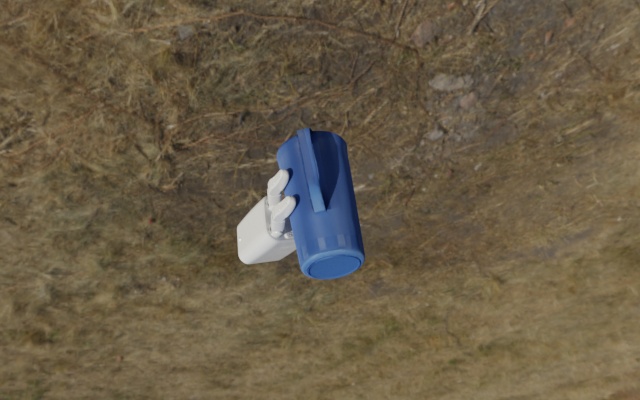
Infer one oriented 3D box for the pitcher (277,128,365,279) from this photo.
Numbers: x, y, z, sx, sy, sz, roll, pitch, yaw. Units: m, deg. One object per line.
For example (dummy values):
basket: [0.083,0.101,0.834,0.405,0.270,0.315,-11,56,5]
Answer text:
pitcher: [0.000,0.003,0.827,0.149,0.242,0.145,14,-39,-35]
